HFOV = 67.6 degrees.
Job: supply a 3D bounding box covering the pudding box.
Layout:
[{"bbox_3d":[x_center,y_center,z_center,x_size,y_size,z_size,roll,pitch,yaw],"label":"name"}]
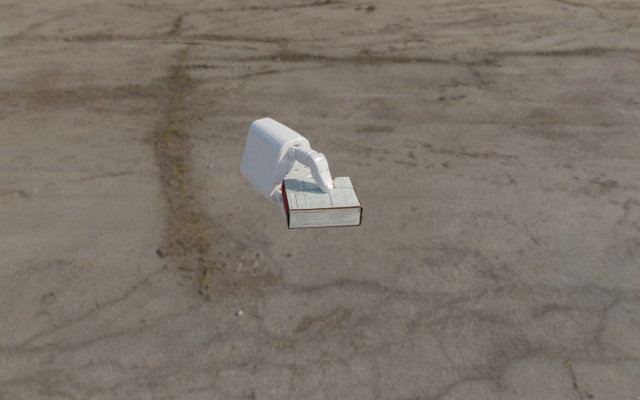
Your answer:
[{"bbox_3d":[0.000,0.002,0.727,0.113,0.039,0.090,-4,34,-8],"label":"pudding box"}]
